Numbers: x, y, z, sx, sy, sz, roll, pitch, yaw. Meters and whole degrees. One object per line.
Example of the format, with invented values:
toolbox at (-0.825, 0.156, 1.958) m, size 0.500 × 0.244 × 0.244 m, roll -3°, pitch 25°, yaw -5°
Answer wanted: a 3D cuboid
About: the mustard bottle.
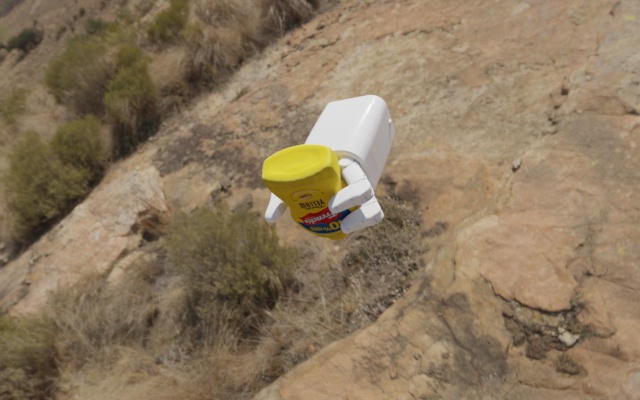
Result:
mustard bottle at (0.000, 0.002, 0.665) m, size 0.096 × 0.058 × 0.192 m, roll -12°, pitch -36°, yaw 16°
